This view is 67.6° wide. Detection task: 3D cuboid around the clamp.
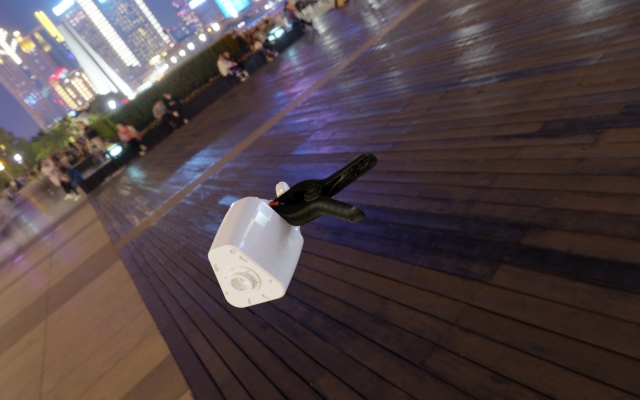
[{"bbox_3d":[0.000,0.002,0.665,0.171,0.039,0.120,-23,30,26],"label":"clamp"}]
